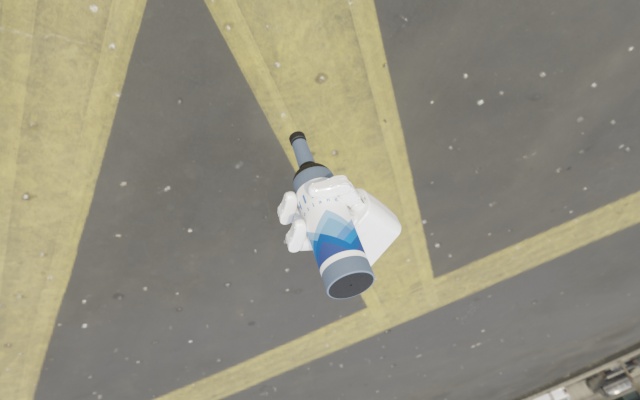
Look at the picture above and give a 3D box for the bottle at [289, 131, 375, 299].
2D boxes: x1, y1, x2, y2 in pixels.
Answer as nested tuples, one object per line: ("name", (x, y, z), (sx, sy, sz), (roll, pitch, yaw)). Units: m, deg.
("bottle", (0.000, 0.002, 0.712), (0.069, 0.295, 0.069), (-12, -39, -10))
